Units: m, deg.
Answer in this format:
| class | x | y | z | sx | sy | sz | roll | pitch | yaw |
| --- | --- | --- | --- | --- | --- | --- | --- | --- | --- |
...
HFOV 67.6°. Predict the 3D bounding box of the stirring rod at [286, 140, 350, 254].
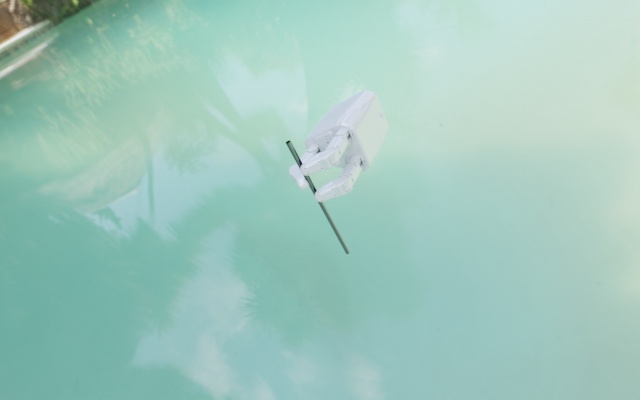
| class | x | y | z | sx | sy | sz | roll | pitch | yaw |
| --- | --- | --- | --- | --- | --- | --- | --- | --- | --- |
| stirring rod | 0.000 | 0.003 | 0.766 | 0.011 | 0.240 | 0.011 | -19 | 35 | 14 |
